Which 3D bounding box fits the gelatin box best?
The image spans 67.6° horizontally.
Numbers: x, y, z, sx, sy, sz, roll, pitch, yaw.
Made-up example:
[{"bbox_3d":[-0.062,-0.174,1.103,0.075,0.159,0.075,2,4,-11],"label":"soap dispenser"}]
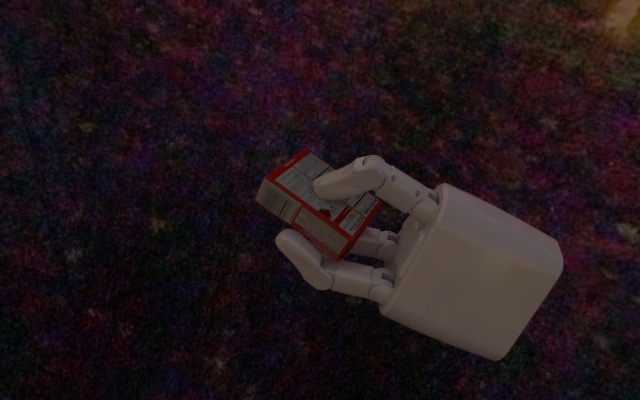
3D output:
[{"bbox_3d":[0.000,0.001,0.405,0.089,0.030,0.073,36,35,6],"label":"gelatin box"}]
